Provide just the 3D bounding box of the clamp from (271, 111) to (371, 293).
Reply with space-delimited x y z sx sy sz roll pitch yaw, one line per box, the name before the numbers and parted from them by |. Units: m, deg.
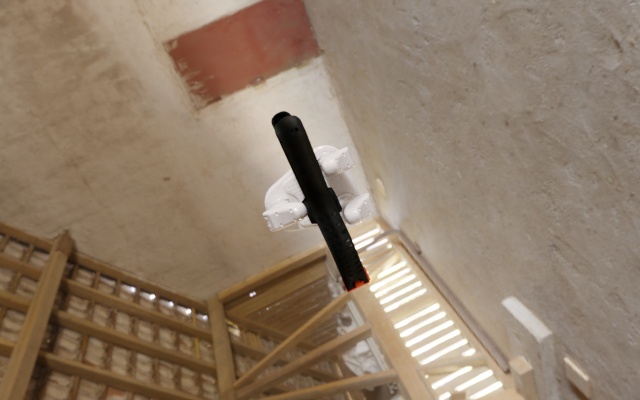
clamp | 0.000 0.002 0.485 0.036 0.210 0.164 -25 7 0
